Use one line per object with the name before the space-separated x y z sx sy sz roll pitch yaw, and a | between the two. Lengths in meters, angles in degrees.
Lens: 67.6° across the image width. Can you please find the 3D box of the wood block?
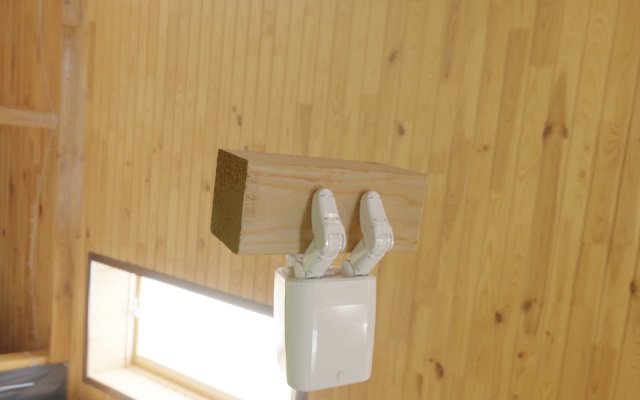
wood block | 0.000 0.002 0.504 0.206 0.090 0.091 2 10 -30
